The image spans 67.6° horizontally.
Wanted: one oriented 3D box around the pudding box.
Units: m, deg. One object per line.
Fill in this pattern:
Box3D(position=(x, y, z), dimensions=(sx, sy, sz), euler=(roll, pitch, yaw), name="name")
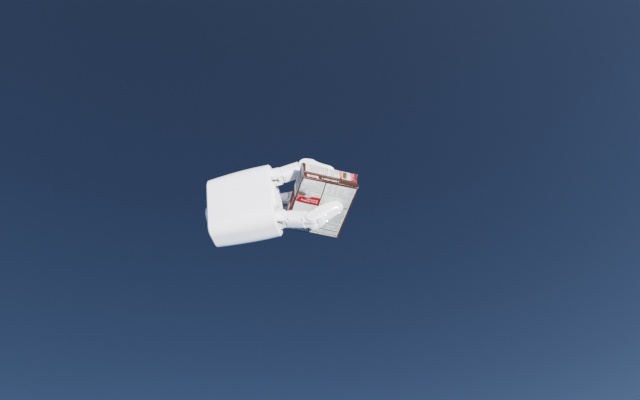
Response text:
Box3D(position=(0.000, 0.003, 0.749), dimensions=(0.090, 0.114, 0.039), euler=(11, 40, -12), name="pudding box")
